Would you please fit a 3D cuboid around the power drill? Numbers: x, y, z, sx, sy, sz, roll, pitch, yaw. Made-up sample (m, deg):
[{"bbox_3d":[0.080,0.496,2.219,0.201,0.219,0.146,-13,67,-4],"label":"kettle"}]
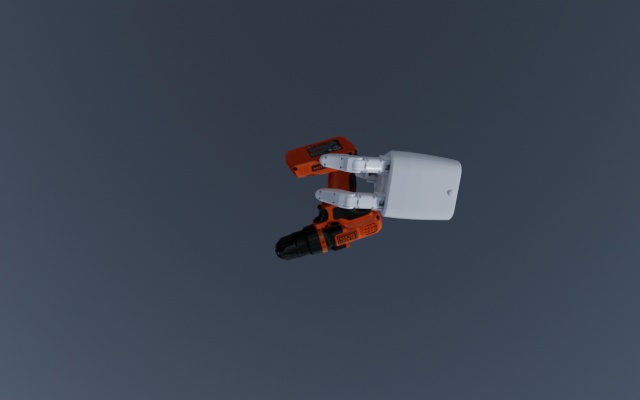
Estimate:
[{"bbox_3d":[0.000,0.002,0.760,0.184,0.188,0.057,-18,36,-8],"label":"power drill"}]
